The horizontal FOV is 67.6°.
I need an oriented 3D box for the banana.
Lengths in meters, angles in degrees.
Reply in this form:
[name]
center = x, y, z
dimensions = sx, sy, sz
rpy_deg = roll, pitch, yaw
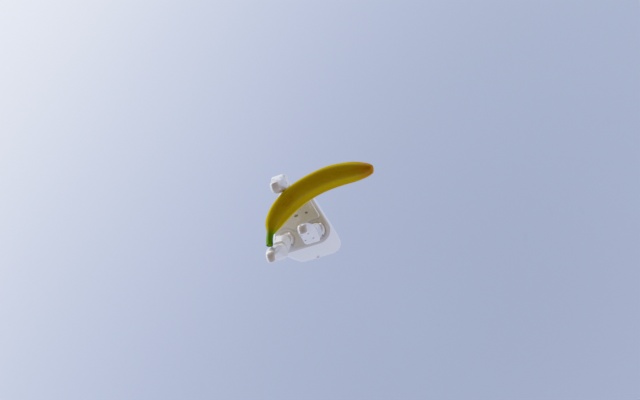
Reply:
[banana]
center = -0.013, -0.009, 0.728
dimensions = 0.198, 0.069, 0.037
rpy_deg = -37, -26, 0
